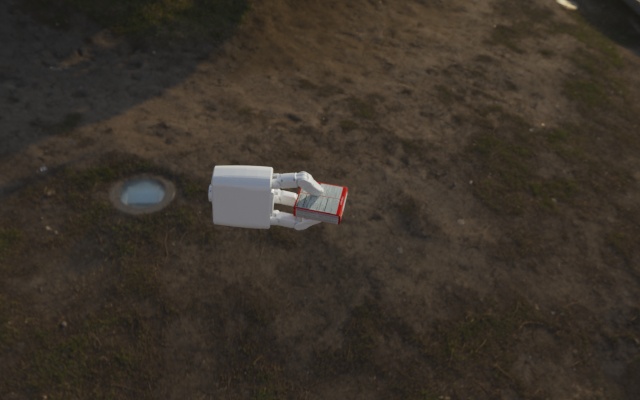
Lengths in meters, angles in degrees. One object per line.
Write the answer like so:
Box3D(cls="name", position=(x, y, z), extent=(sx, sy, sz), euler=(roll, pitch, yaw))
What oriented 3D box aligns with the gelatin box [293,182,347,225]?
Box3D(cls="gelatin box", position=(0.000, 0.003, 0.890), extent=(0.089, 0.073, 0.030), euler=(10, -42, 8))
